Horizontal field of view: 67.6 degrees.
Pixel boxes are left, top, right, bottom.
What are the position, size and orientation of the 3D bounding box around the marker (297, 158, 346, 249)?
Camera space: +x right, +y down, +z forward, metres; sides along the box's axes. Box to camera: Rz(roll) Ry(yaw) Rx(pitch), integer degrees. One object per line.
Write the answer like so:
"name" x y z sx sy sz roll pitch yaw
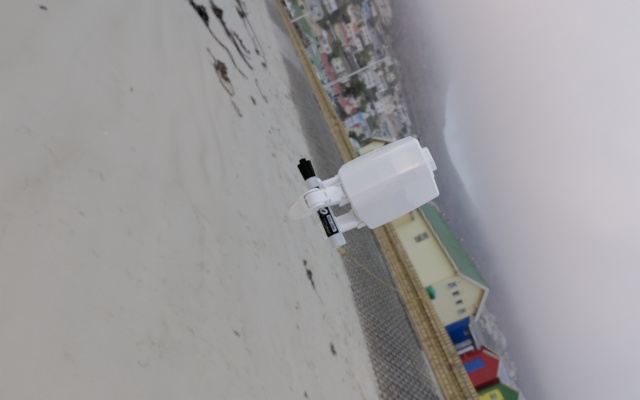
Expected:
"marker" 0.000 0.002 0.600 0.020 0.121 0.020 -22 -10 -4
